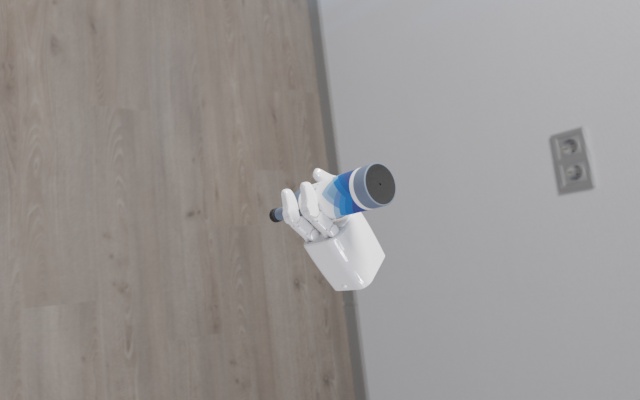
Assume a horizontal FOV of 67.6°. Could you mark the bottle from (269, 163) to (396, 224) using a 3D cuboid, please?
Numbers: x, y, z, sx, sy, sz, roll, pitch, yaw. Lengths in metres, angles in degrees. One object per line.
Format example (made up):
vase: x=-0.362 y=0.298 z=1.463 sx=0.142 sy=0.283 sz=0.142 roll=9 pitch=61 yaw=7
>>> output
bottle: x=0.000 y=0.003 z=0.822 sx=0.069 sy=0.069 sz=0.296 roll=0 pitch=-11 yaw=-38
